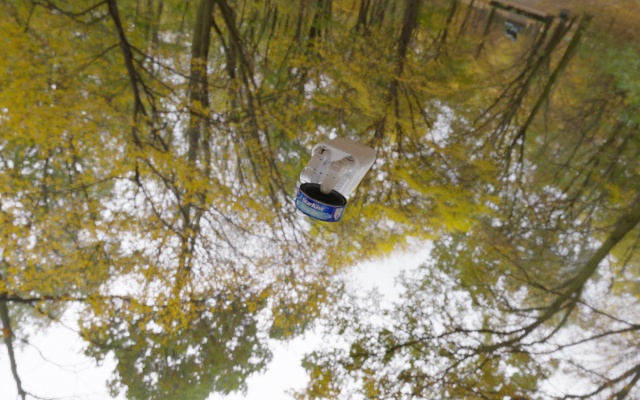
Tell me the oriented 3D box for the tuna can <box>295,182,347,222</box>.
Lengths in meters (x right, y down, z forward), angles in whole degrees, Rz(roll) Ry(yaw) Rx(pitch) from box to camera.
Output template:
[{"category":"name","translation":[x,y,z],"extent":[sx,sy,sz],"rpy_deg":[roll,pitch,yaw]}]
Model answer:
[{"category":"tuna can","translation":[0.000,0.003,0.812],"extent":[0.086,0.034,0.086],"rpy_deg":[17,20,-7]}]
